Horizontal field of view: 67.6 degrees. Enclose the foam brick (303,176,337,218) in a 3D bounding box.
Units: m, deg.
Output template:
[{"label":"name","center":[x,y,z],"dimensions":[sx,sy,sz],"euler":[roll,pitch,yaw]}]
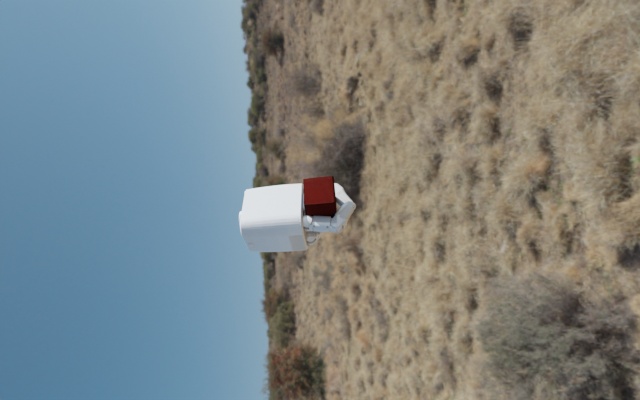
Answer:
[{"label":"foam brick","center":[0.000,0.002,0.805],"dimensions":[0.051,0.053,0.078],"euler":[-3,-31,3]}]
